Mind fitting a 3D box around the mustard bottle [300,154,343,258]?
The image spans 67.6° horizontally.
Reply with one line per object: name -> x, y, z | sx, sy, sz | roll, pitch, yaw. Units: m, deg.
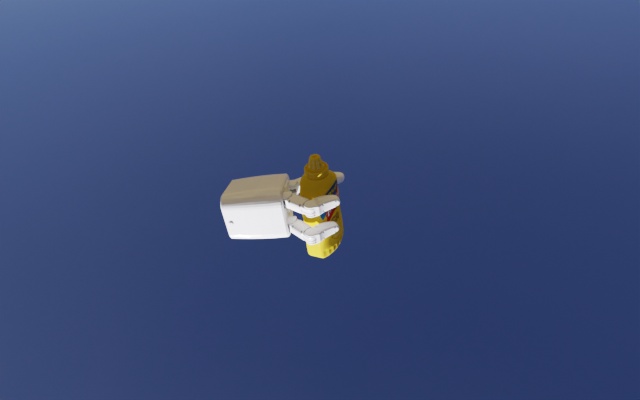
mustard bottle -> 0.000, 0.003, 0.840 | 0.058, 0.192, 0.096 | 12, 42, 24
